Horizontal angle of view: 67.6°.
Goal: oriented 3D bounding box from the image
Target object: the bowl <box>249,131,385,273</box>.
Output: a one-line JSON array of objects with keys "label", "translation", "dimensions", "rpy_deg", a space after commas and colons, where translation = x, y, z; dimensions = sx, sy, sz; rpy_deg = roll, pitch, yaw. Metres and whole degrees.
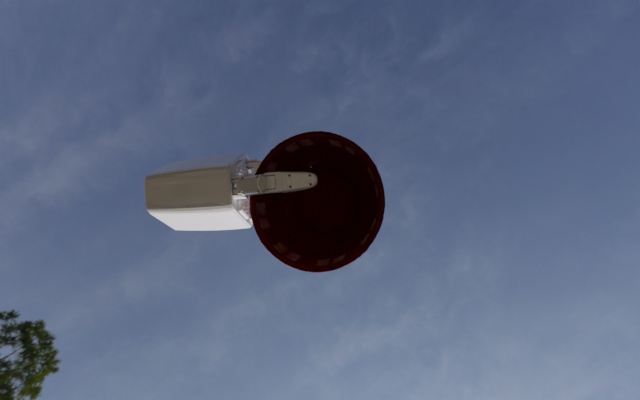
[{"label": "bowl", "translation": [0.001, 0.002, 0.569], "dimensions": [0.162, 0.162, 0.055], "rpy_deg": [0, -1, 16]}]
